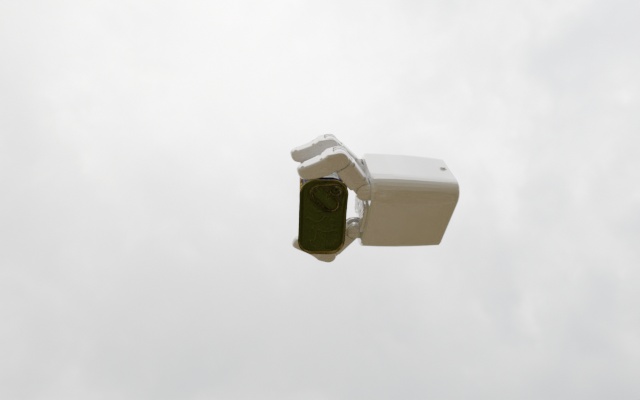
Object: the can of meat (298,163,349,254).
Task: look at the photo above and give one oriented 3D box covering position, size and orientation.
[{"bbox_3d":[0.000,0.002,0.599,0.057,0.102,0.084,1,29,-4],"label":"can of meat"}]
